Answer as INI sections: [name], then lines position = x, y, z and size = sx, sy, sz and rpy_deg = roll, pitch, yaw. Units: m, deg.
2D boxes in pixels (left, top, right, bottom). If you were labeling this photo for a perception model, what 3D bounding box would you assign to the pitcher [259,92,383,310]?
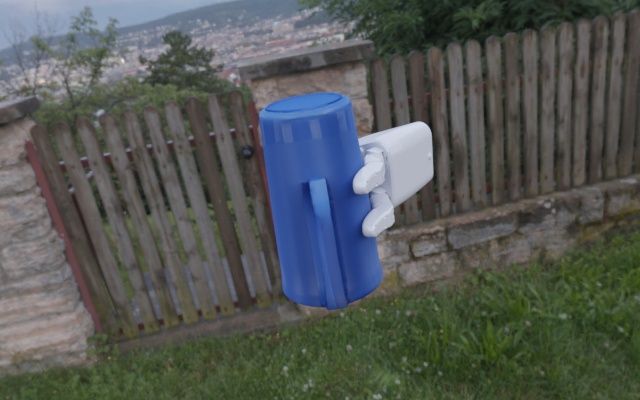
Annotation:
[pitcher]
position = 0.000, 0.002, 0.578
size = 0.149, 0.243, 0.145
rpy_deg = 12, 30, 42
